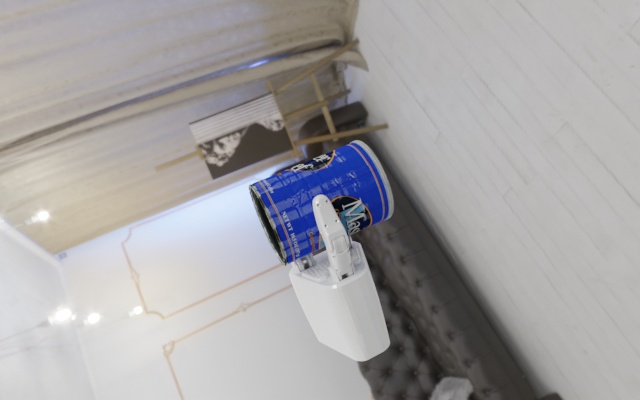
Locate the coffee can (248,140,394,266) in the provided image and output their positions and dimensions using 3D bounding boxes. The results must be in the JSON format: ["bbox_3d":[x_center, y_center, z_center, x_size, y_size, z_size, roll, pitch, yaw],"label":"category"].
[{"bbox_3d":[0.000,0.002,0.563,0.140,0.103,0.103,-24,6,-13],"label":"coffee can"}]
